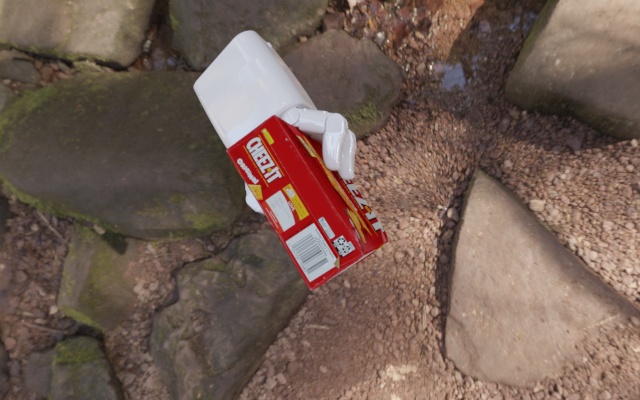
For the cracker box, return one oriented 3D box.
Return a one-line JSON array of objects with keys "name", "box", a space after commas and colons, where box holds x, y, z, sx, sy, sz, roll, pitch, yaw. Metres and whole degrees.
[{"name": "cracker box", "box": [0.000, 0.002, 0.552, 0.072, 0.164, 0.214, -34, -9, 12]}]
